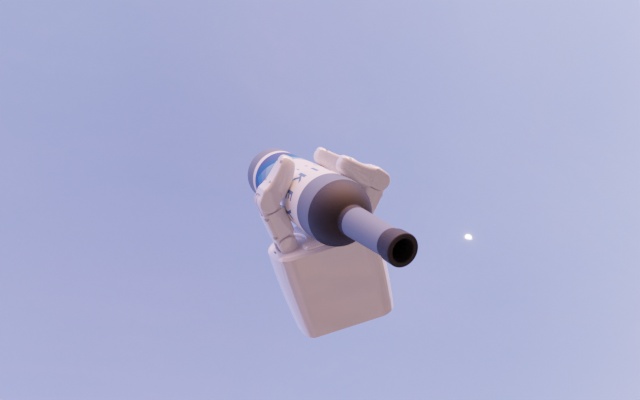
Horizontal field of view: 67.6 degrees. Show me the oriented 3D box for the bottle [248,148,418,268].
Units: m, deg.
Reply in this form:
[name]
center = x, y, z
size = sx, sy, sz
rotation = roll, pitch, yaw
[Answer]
[bottle]
center = 0.000, 0.001, 0.481
size = 0.069, 0.069, 0.295
rotation = 0, 14, -25
